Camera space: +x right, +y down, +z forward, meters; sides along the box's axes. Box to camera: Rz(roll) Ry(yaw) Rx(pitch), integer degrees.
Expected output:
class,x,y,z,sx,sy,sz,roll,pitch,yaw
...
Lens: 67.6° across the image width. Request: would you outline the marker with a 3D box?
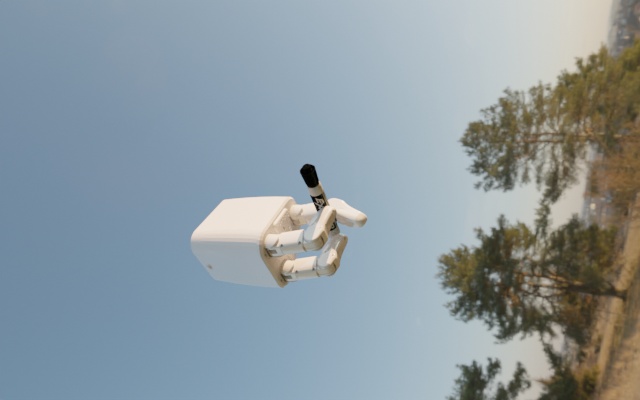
class,x,y,z,sx,sy,sz,roll,pitch,yaw
marker,0.000,0.002,0.586,0.020,0.020,0.121,0,-43,22
